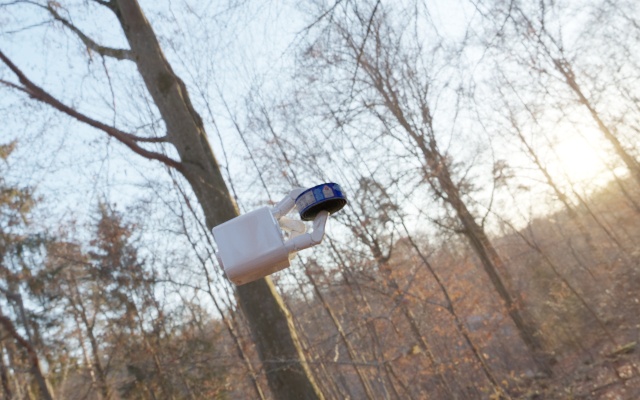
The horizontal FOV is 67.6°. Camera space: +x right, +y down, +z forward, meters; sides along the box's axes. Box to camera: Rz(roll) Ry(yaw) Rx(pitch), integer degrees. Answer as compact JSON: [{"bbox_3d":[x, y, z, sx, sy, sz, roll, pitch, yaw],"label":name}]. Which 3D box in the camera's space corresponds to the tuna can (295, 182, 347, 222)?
[{"bbox_3d":[0.000,0.002,0.827,0.086,0.033,0.086,-19,-19,-7],"label":"tuna can"}]
